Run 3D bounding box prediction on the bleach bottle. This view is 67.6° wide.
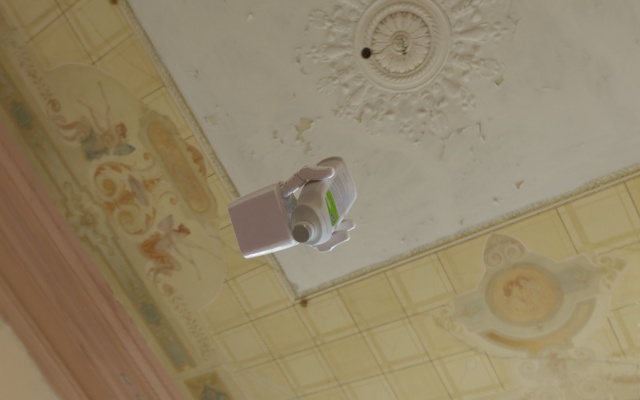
[{"bbox_3d":[0.000,0.003,0.816,0.068,0.102,0.250,-19,12,21],"label":"bleach bottle"}]
